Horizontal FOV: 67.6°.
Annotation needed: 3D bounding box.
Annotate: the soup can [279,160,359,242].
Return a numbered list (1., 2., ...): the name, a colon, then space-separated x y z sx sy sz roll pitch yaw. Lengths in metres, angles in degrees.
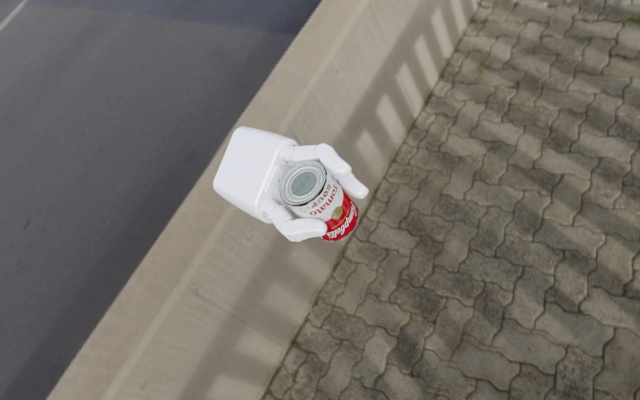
1. soup can: 0.000 0.002 0.622 0.068 0.068 0.102 0 -30 31
